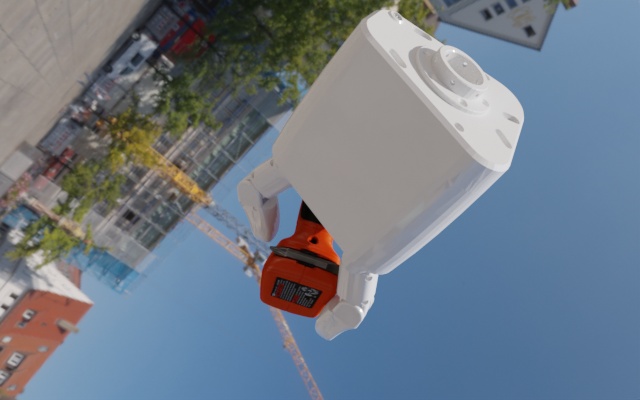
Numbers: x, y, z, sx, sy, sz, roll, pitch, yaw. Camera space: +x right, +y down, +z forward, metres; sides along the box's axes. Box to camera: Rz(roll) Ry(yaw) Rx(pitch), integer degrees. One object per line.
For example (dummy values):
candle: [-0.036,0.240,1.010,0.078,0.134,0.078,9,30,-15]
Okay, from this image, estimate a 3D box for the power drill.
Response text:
power drill: [0.000,0.002,0.420,0.057,0.187,0.184,16,-27,-1]
